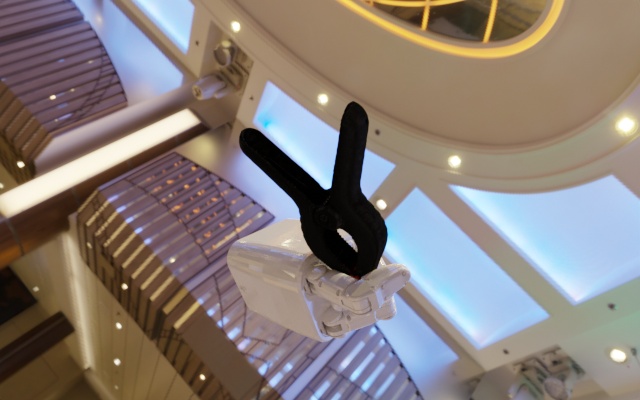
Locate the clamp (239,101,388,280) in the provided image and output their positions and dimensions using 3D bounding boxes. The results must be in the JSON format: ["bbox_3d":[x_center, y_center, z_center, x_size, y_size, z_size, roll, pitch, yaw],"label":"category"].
[{"bbox_3d":[0.001,0.001,0.403,0.120,0.171,0.039,7,34,37],"label":"clamp"}]
